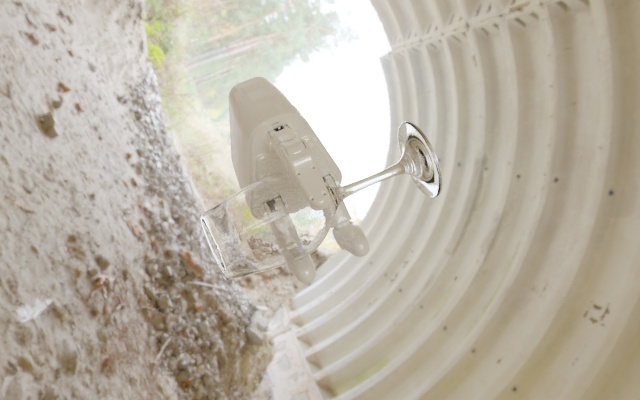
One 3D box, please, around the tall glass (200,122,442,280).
[{"bbox_3d":[0.001,0.001,0.420,0.201,0.079,0.079,-23,4,-9],"label":"tall glass"}]
